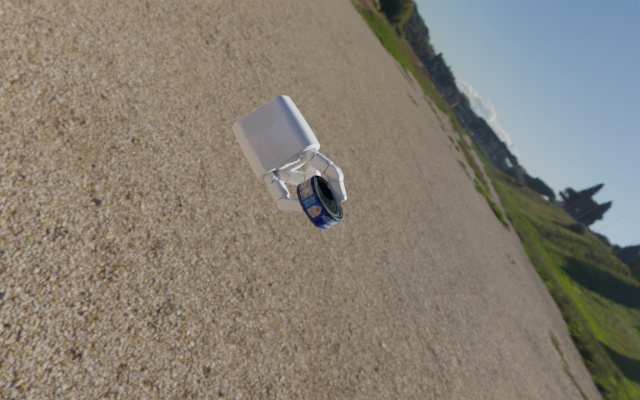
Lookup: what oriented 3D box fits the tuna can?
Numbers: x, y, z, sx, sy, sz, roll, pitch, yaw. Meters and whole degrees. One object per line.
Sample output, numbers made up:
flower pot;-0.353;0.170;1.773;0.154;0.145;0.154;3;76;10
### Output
tuna can;0.001;0.002;0.767;0.034;0.086;0.086;-30;-11;19
